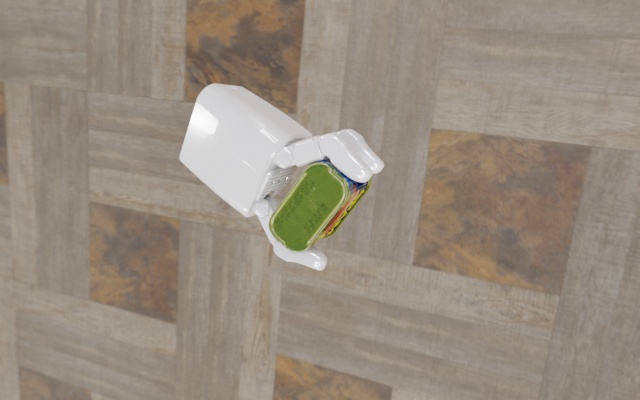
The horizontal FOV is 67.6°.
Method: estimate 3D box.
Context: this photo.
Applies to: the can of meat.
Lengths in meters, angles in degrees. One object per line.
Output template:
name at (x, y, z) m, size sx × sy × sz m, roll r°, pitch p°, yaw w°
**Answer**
can of meat at (0.000, 0.002, 0.508) m, size 0.057 × 0.102 × 0.084 m, roll 40°, pitch 20°, yaw 9°
